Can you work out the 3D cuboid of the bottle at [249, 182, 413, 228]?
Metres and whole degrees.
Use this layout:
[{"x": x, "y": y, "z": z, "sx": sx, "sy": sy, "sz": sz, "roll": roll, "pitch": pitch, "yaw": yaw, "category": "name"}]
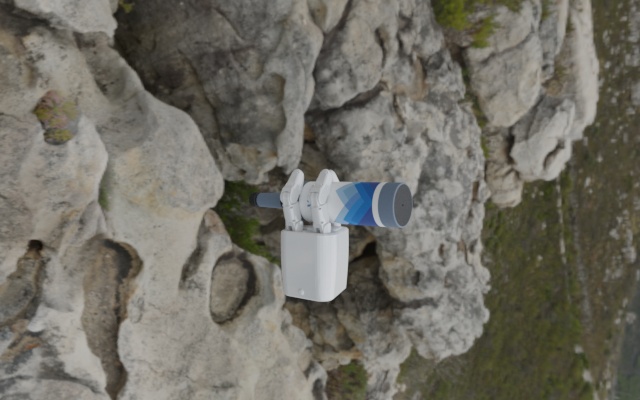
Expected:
[{"x": 0.000, "y": 0.002, "z": 0.779, "sx": 0.295, "sy": 0.069, "sz": 0.069, "roll": 2, "pitch": 1, "yaw": 35, "category": "bottle"}]
